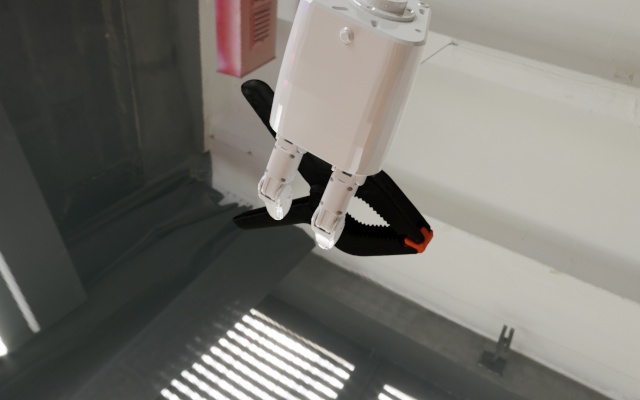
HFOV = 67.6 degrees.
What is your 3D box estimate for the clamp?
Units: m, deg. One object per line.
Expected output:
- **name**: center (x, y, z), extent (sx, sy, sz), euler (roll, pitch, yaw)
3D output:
- **clamp**: center (0.001, 0.001, 0.448), extent (0.210, 0.165, 0.036), euler (30, 39, 15)
